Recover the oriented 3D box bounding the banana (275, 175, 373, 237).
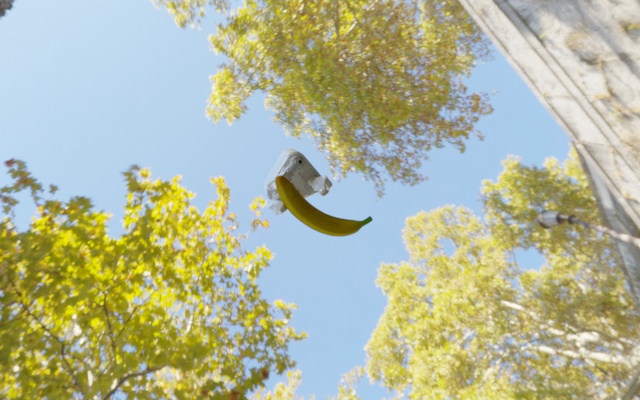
[{"bbox_3d":[-0.005,0.021,0.881,0.198,0.069,0.037,24,7,-15],"label":"banana"}]
